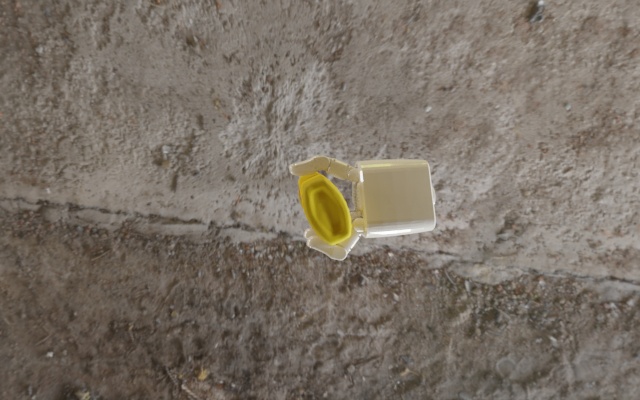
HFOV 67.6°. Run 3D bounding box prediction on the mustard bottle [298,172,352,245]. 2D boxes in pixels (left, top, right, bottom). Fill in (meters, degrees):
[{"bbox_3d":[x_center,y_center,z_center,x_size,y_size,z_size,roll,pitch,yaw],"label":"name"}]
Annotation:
[{"bbox_3d":[0.000,0.003,0.733,0.058,0.096,0.191,-27,10,-1],"label":"mustard bottle"}]
